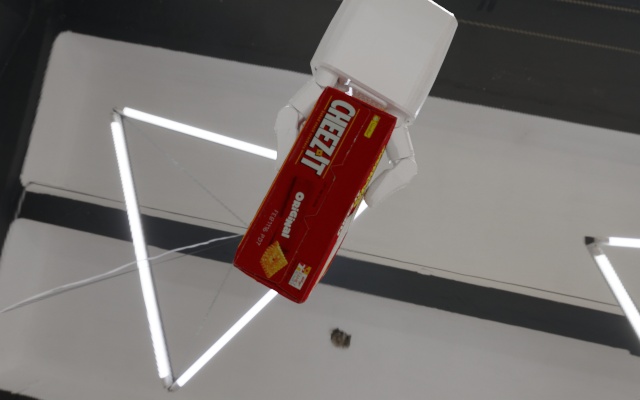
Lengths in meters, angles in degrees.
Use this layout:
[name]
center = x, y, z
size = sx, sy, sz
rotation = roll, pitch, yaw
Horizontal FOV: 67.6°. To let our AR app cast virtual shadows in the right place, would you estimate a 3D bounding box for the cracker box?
[cracker box]
center = 0.000, 0.002, 0.471
size = 0.072, 0.164, 0.214
rotation = 27, -3, 6
